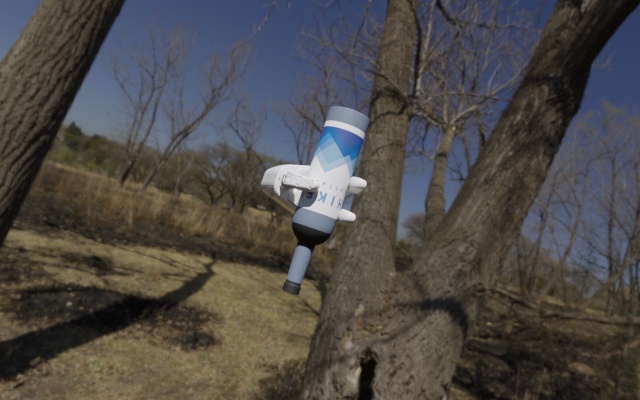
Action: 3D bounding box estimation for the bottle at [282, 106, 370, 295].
[{"bbox_3d":[0.000,0.002,0.748,0.069,0.295,0.069,18,-4,1],"label":"bottle"}]
